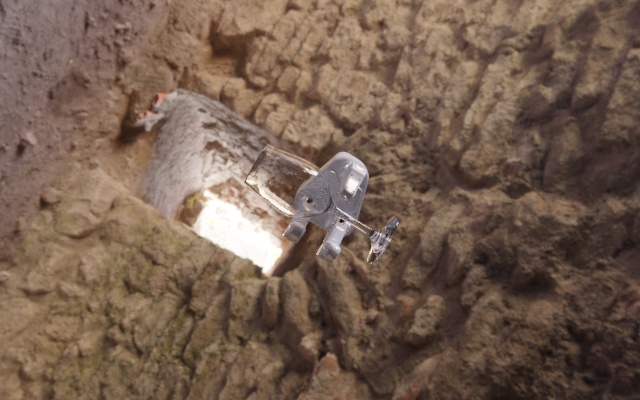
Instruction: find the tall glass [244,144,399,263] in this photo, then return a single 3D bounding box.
[{"bbox_3d":[0.001,0.002,0.639,0.201,0.079,0.079,31,-3,-5],"label":"tall glass"}]
